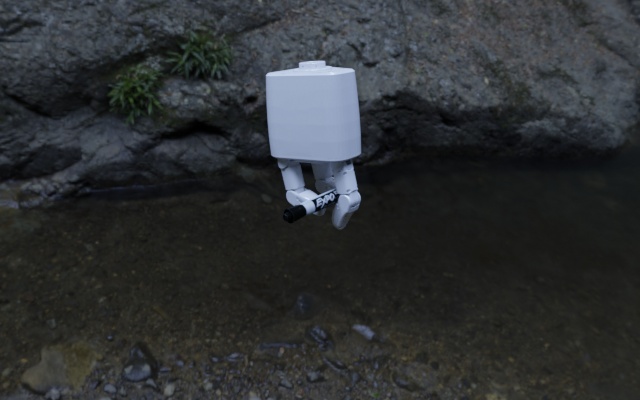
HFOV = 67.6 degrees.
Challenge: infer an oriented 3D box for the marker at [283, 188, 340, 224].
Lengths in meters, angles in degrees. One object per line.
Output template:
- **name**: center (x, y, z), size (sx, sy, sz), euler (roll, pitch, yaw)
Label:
- **marker**: center (0.000, 0.002, 0.596), size (0.020, 0.020, 0.121), euler (0, 17, 46)
